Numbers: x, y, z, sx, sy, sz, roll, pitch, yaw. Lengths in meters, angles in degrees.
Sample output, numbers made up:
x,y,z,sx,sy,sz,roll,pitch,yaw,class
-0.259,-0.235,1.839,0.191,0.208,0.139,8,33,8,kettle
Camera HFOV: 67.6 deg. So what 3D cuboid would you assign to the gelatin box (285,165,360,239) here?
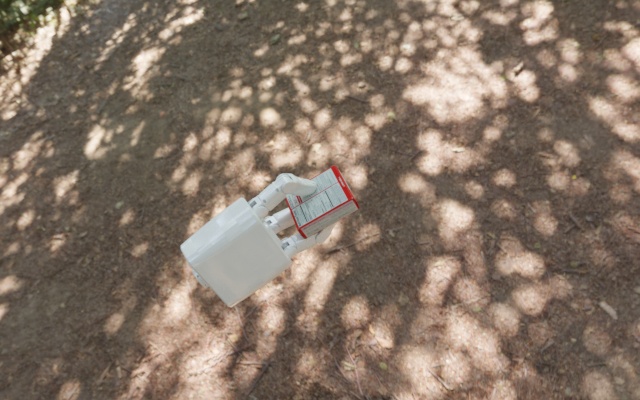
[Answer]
x,y,z,sx,sy,sz,roll,pitch,yaw,class
0.000,0.002,0.666,0.089,0.073,0.030,-31,-43,5,gelatin box
